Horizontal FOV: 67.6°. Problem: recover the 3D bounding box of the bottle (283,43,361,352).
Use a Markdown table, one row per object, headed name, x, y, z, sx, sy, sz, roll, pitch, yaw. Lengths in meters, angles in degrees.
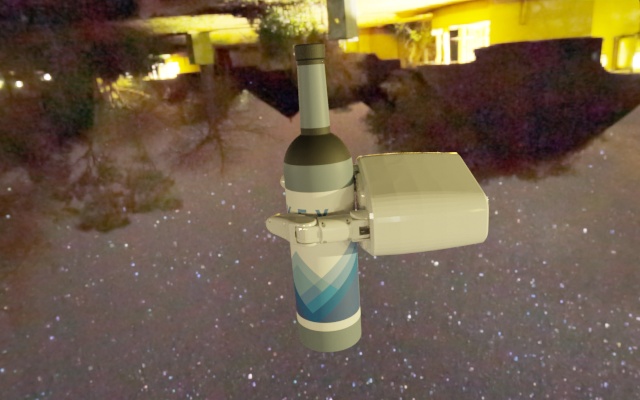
| name | x | y | z | sx | sy | sz | roll | pitch | yaw |
| --- | --- | --- | --- | --- | --- | --- | --- | --- | --- |
| bottle | 0.000 | 0.002 | 0.468 | 0.069 | 0.296 | 0.069 | -4 | 16 | 1 |
